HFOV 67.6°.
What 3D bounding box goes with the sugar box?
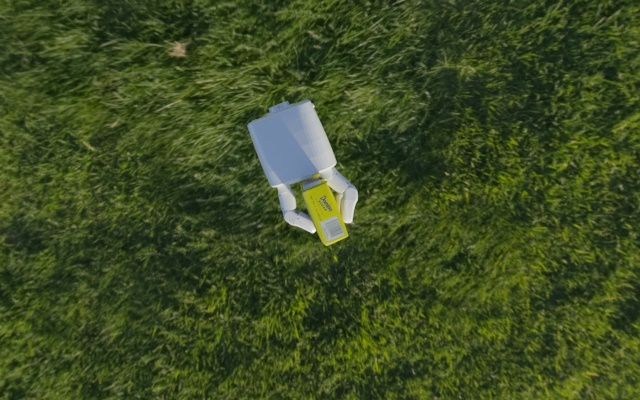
[{"bbox_3d":[0.001,0.002,0.789,0.048,0.093,0.176,-22,14,2],"label":"sugar box"}]
